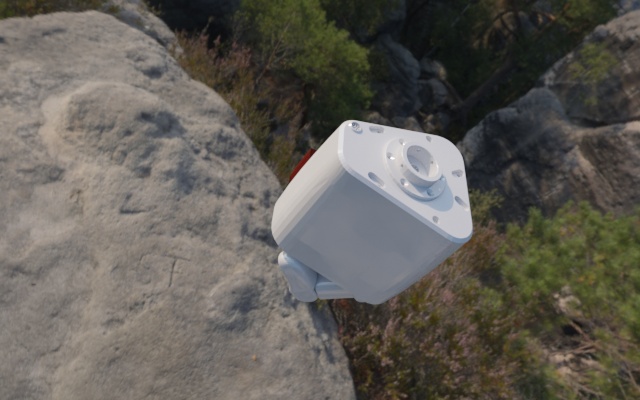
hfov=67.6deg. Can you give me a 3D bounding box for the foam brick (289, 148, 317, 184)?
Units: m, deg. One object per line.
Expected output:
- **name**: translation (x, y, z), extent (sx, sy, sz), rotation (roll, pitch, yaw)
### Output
- **foam brick**: translation (0.000, 0.001, 0.443), extent (0.053, 0.078, 0.051), rotation (19, -39, -18)
